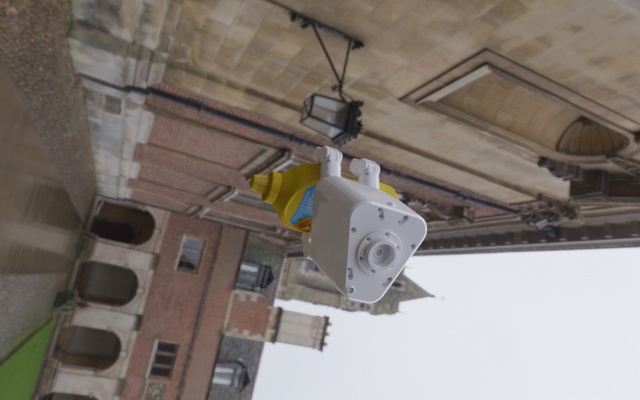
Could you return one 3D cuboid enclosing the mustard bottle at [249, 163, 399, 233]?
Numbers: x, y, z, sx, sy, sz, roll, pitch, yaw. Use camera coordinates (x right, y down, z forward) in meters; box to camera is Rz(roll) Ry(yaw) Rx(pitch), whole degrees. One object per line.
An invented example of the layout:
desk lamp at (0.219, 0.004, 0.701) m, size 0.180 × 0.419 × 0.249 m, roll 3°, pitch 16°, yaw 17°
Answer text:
mustard bottle at (0.000, 0.002, 0.626) m, size 0.191 × 0.096 × 0.058 m, roll 16°, pitch 34°, yaw -21°
